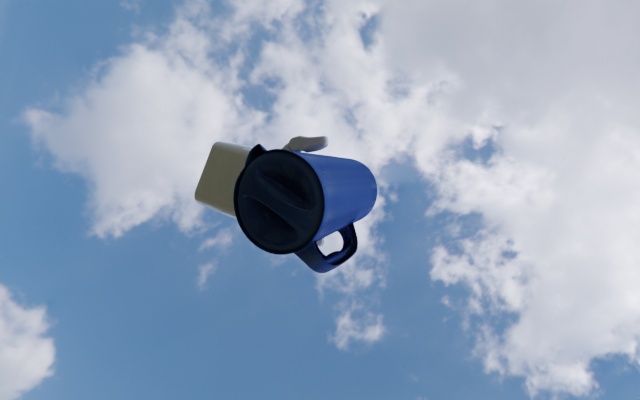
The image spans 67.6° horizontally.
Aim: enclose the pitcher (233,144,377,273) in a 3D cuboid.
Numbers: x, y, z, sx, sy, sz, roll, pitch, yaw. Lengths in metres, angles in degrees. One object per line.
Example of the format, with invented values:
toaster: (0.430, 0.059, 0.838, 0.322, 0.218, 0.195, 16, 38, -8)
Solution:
pitcher: (0.000, 0.002, 0.696, 0.145, 0.149, 0.243, 15, 11, 25)
